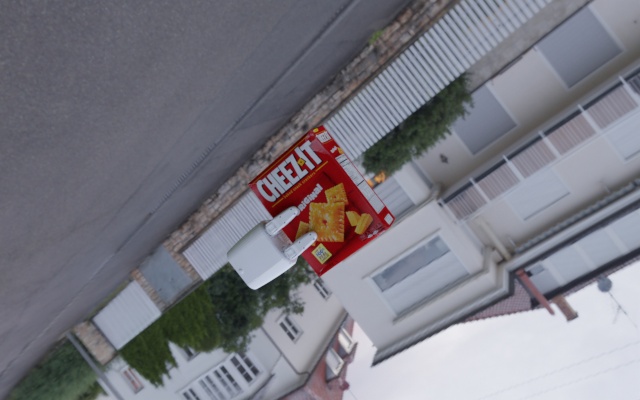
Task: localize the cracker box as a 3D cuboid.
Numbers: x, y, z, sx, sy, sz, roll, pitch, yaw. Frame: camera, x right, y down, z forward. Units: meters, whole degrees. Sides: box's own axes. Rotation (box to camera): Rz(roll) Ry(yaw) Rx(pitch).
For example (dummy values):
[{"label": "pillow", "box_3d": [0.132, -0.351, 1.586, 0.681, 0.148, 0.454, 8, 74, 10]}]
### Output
[{"label": "cracker box", "box_3d": [0.000, 0.003, 0.845, 0.164, 0.213, 0.072, -38, 0, 24]}]
